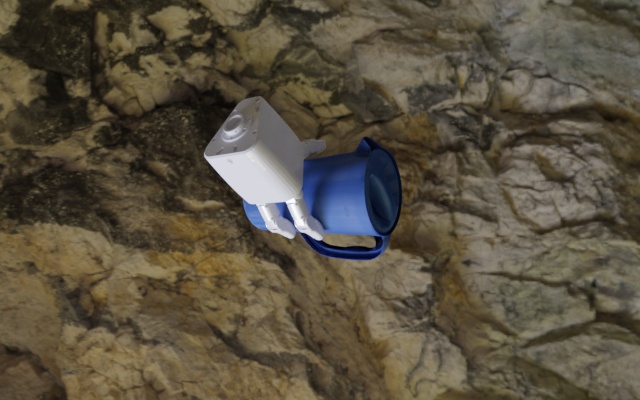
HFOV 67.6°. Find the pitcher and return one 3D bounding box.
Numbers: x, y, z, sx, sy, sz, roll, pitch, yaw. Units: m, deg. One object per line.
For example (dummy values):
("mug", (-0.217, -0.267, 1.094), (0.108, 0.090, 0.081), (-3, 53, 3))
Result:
("pitcher", (0.000, 0.002, 0.767), (0.243, 0.149, 0.145), (-3, -32, 32))
